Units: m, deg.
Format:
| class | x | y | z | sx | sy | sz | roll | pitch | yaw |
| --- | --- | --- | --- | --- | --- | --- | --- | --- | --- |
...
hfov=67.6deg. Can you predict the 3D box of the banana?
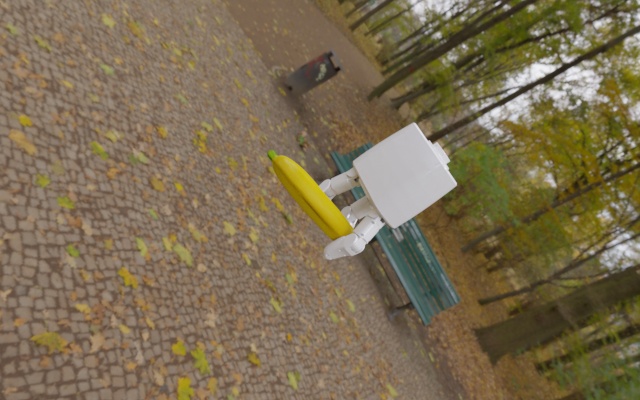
| class | x | y | z | sx | sy | sz | roll | pitch | yaw |
| --- | --- | --- | --- | --- | --- | --- | --- | --- | --- |
| banana | -0.003 | 0.004 | 0.669 | 0.037 | 0.198 | 0.069 | -38 | 10 | 12 |
